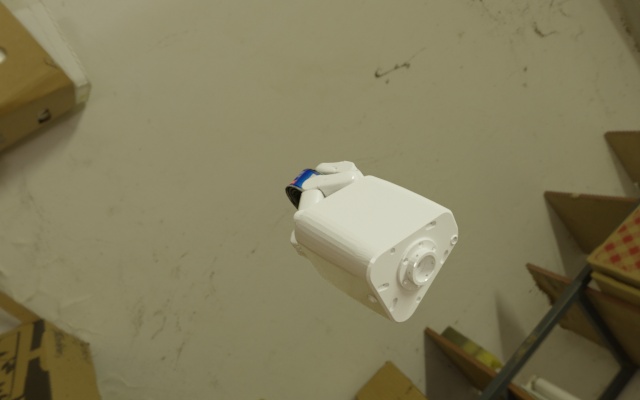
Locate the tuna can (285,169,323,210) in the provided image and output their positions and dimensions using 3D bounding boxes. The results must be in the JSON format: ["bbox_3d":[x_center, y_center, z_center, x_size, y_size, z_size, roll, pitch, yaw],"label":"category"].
[{"bbox_3d":[0.000,0.001,0.579,0.086,0.033,0.086,38,-17,14],"label":"tuna can"}]
